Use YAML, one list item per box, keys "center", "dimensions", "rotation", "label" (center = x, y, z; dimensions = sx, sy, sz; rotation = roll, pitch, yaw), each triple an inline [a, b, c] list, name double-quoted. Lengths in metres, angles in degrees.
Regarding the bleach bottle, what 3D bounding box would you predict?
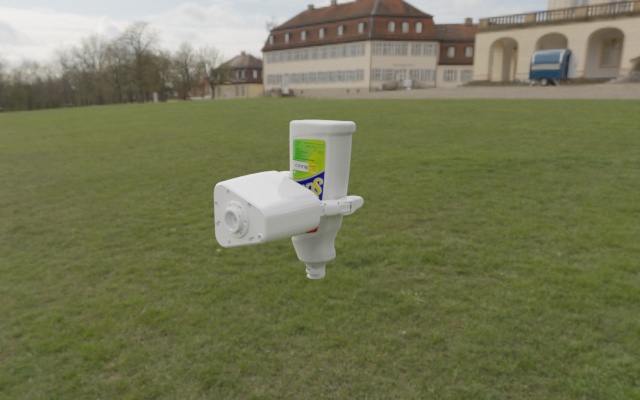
- center: [0.000, 0.002, 0.749]
  dimensions: [0.102, 0.251, 0.068]
  rotation: [10, 16, 38]
  label: "bleach bottle"
